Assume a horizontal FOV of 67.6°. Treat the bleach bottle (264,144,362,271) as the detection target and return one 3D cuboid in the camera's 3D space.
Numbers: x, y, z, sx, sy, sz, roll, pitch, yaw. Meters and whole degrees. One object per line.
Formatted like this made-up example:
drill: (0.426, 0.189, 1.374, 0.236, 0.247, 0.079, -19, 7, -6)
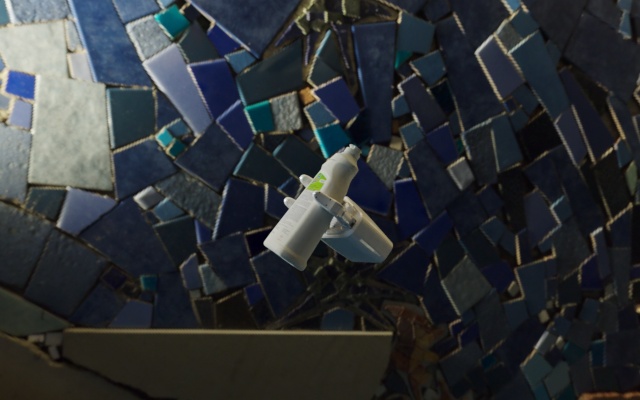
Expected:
bleach bottle: (0.000, 0.003, 0.890, 0.068, 0.251, 0.102, 40, -10, -29)
